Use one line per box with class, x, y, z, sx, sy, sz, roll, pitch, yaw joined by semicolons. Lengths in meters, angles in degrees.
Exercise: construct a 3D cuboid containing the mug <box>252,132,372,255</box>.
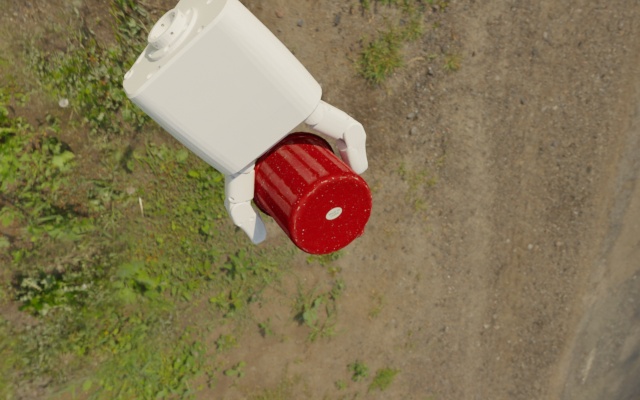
mug;0.001;0.002;0.441;0.117;0.093;0.081;40;3;-41
